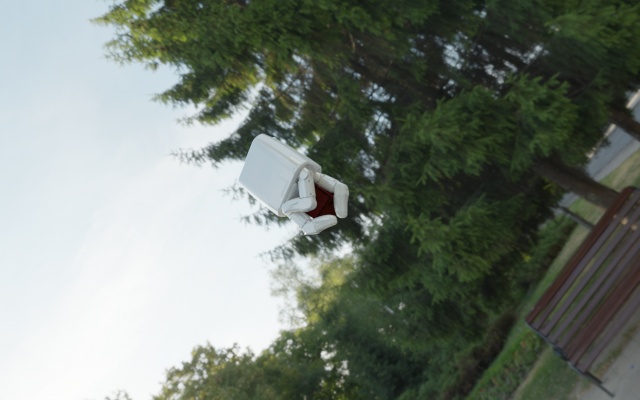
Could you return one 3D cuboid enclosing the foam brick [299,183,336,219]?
[{"bbox_3d":[0.000,0.003,0.865,0.051,0.053,0.078,34,8,20],"label":"foam brick"}]
